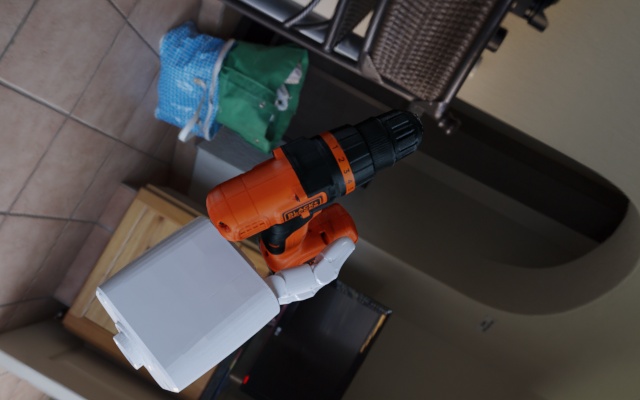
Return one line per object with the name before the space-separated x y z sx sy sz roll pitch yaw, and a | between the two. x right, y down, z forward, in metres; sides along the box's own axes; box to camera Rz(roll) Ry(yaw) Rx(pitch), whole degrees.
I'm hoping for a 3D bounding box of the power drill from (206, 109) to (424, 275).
power drill | 0.000 0.002 0.441 0.184 0.057 0.188 -24 -23 -9
